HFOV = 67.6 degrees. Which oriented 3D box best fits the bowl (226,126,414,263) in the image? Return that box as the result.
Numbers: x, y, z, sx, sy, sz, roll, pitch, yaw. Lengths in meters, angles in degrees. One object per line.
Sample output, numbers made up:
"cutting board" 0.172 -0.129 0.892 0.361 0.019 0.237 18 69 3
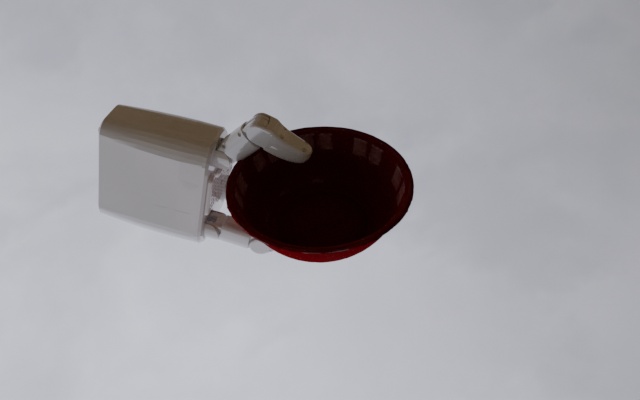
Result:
"bowl" 0.001 0.002 0.428 0.162 0.055 0.162 -2 44 2
